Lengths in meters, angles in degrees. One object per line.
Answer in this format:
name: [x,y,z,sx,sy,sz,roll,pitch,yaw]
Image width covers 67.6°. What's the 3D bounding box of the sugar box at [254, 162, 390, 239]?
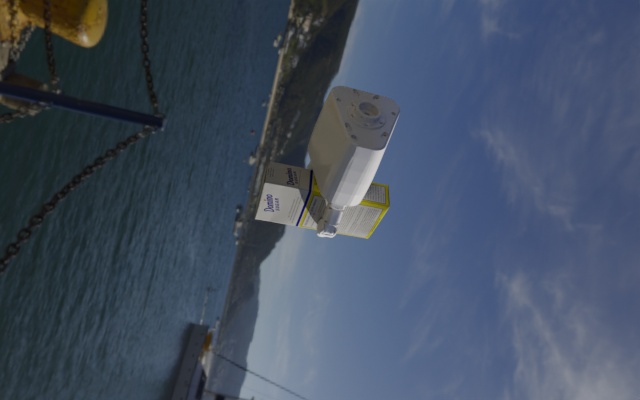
sugar box: [0.000,0.002,0.685,0.176,0.048,0.093,13,-38,-9]
